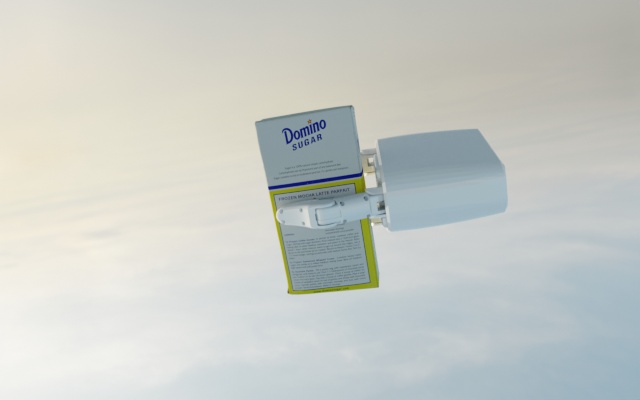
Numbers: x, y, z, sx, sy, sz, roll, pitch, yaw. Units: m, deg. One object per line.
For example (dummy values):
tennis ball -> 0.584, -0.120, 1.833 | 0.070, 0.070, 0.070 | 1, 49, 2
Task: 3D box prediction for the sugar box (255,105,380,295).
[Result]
sugar box -> 0.000, 0.001, 0.467 | 0.093, 0.176, 0.048 | -7, 11, 9
